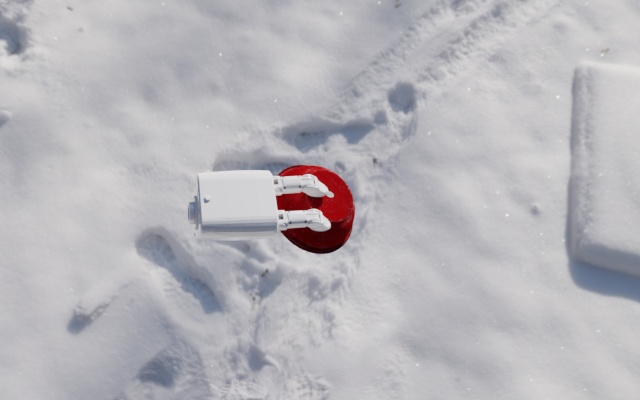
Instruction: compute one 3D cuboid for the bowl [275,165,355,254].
[{"bbox_3d":[0.001,0.002,0.776,0.162,0.162,0.055,0,-24,-35],"label":"bowl"}]
